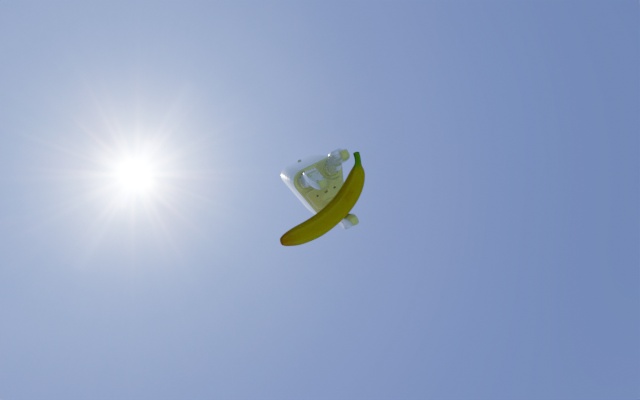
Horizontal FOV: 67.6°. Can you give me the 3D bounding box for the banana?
[{"bbox_3d":[0.015,0.011,0.801,0.070,0.198,0.037,42,-5,-25],"label":"banana"}]
